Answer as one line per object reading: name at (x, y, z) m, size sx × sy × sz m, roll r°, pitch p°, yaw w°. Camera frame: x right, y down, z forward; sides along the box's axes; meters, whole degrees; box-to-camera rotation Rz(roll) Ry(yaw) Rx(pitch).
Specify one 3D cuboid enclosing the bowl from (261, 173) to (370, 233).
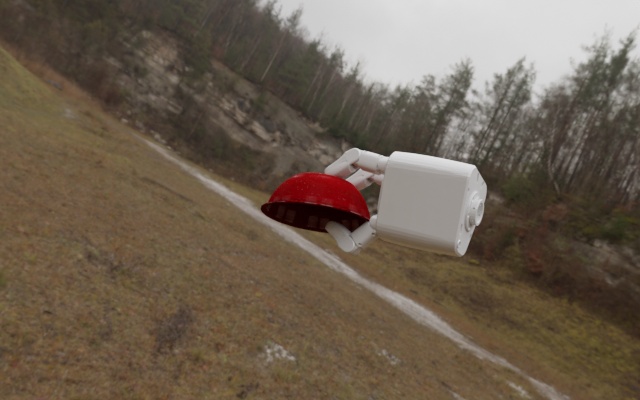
bowl at (-0.001, 0.002, 0.673) m, size 0.162 × 0.055 × 0.162 m, roll 8°, pitch -16°, yaw 2°
